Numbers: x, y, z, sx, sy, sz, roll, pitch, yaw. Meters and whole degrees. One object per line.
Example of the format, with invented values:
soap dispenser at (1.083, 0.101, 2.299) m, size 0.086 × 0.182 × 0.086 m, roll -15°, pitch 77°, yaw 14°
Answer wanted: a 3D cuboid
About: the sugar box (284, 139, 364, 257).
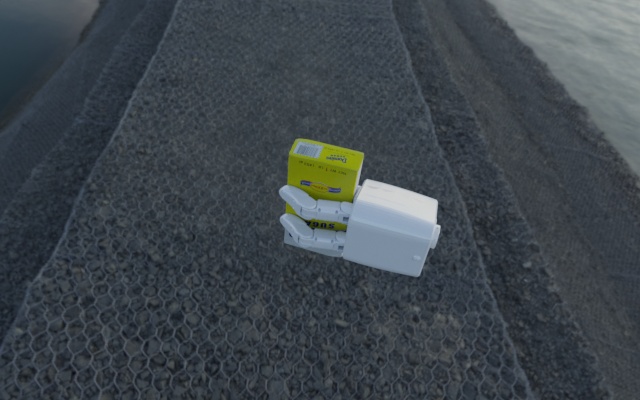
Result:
sugar box at (0.000, 0.002, 0.666) m, size 0.093 × 0.176 × 0.048 m, roll 14°, pitch 43°, yaw 8°
